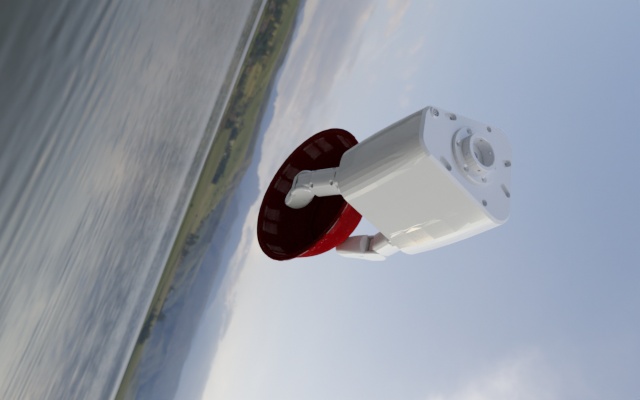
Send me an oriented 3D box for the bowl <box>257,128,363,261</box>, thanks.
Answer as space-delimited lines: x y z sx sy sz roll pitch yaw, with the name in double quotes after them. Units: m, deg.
0.000 0.002 0.534 0.055 0.162 0.162 33 -20 -34 "bowl"
